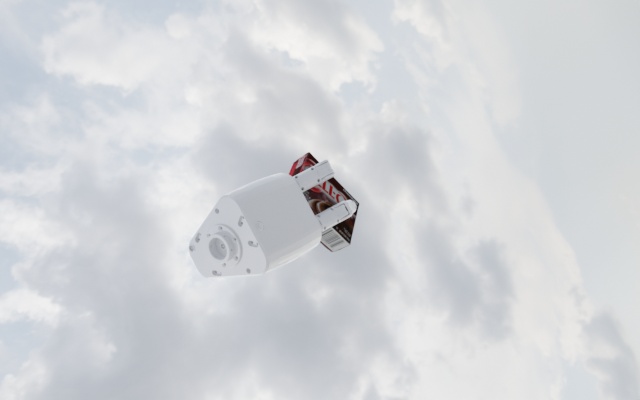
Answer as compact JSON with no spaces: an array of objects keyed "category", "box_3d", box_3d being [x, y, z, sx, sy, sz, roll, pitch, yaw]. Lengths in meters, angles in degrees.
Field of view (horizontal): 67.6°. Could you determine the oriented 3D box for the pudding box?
[{"category":"pudding box","box_3d":[0.000,0.002,0.650,0.039,0.113,0.090,-29,26,32]}]
